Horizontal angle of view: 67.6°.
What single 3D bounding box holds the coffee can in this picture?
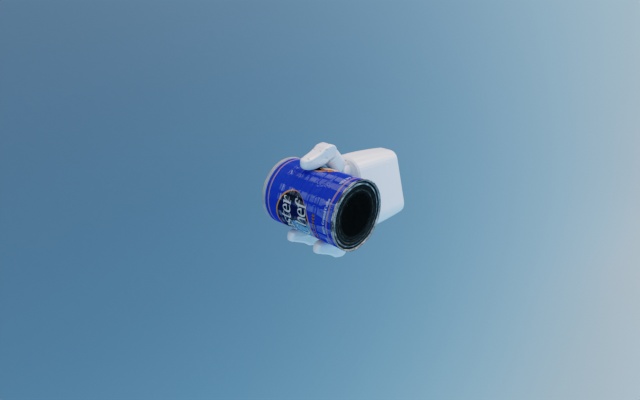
[{"bbox_3d":[0.000,0.002,0.684,0.140,0.103,0.103,20,13,40],"label":"coffee can"}]
